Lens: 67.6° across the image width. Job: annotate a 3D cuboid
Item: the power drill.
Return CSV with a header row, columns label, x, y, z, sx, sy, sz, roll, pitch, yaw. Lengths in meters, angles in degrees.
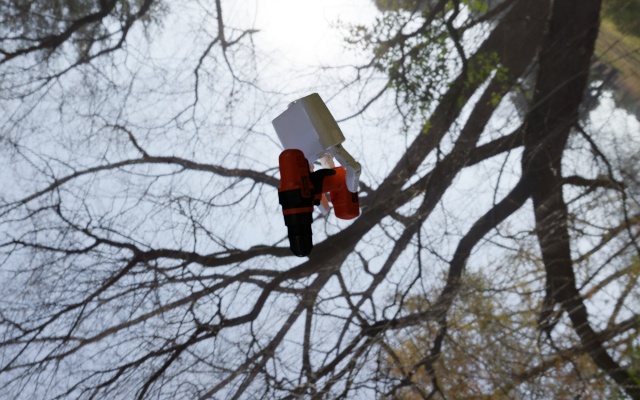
label,x,y,z,sx,sy,sz,roll,pitch,yaw
power drill,0.000,0.003,0.860,0.057,0.184,0.187,-7,-3,35
